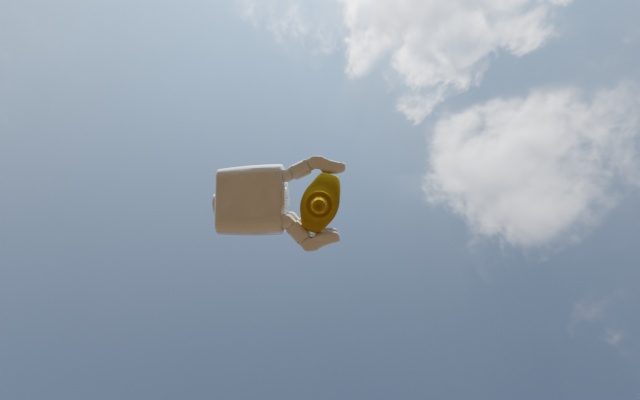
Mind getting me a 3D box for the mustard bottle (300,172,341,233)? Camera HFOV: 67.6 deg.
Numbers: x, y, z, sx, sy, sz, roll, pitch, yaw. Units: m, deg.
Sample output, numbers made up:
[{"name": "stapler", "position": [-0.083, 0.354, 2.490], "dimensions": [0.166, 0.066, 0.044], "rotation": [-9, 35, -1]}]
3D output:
[{"name": "mustard bottle", "position": [0.000, 0.003, 0.767], "dimensions": [0.058, 0.096, 0.191], "rotation": [22, 3, 1]}]
